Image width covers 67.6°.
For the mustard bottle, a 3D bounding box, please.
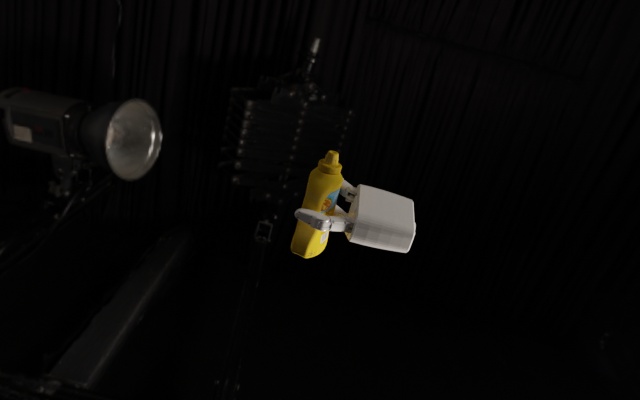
[{"bbox_3d":[0.000,0.003,0.854,0.058,0.192,0.096,23,25,18],"label":"mustard bottle"}]
